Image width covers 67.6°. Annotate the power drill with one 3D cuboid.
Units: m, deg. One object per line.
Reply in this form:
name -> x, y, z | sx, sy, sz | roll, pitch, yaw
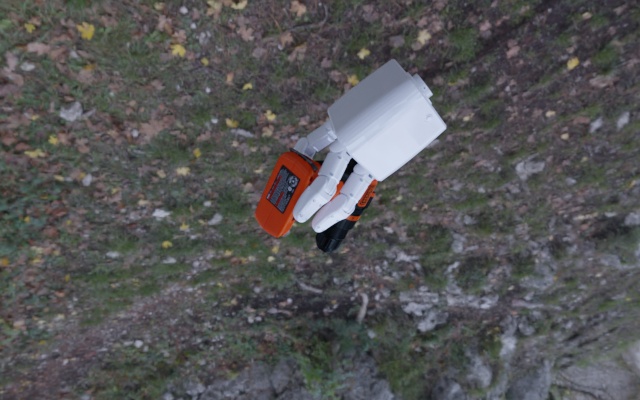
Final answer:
power drill -> 0.000, 0.002, 0.654 | 0.057, 0.184, 0.187 | 37, 23, 29
